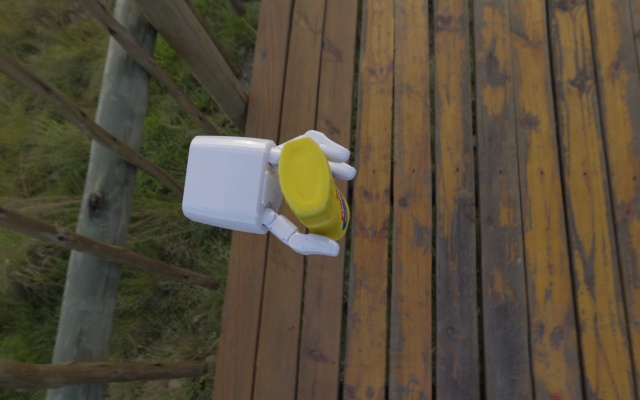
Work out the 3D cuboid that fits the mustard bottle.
[{"bbox_3d":[0.000,0.002,0.603,0.058,0.096,0.192,-17,-21,6],"label":"mustard bottle"}]
